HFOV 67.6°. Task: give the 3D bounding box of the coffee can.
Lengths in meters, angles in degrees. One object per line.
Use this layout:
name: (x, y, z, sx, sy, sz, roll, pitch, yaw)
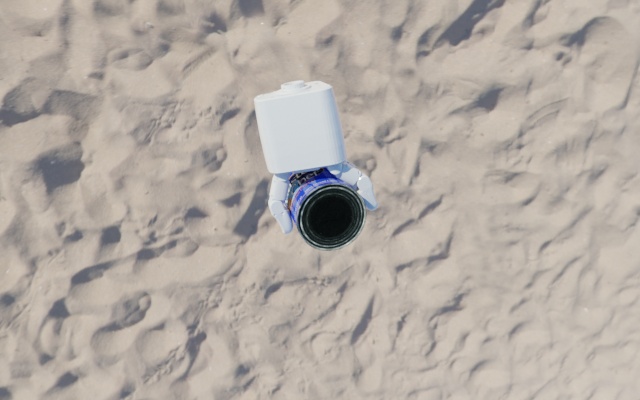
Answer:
coffee can: (0.000, 0.003, 0.734, 0.103, 0.103, 0.140, 0, 19, -14)
